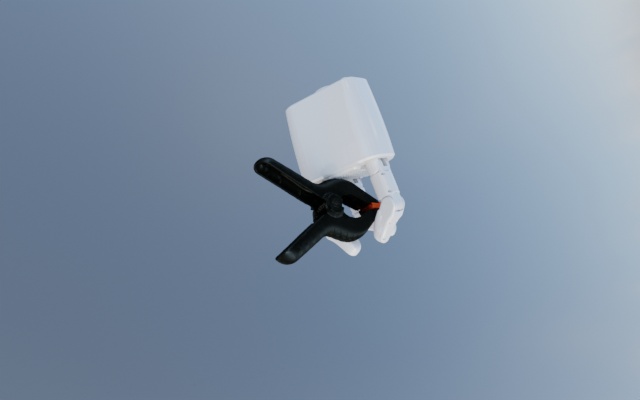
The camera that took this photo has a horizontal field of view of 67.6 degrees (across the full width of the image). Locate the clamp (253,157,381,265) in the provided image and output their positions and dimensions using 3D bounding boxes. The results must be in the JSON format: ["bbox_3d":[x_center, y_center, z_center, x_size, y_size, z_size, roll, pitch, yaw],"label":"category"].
[{"bbox_3d":[0.001,0.002,0.547,0.171,0.120,0.039,-8,-13,-45],"label":"clamp"}]
